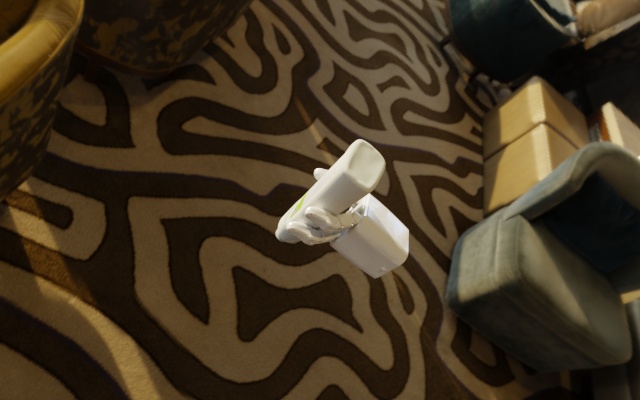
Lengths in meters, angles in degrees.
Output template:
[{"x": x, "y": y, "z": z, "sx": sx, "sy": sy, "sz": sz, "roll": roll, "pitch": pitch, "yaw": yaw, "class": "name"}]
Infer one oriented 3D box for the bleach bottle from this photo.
[{"x": 0.000, "y": 0.003, "z": 0.821, "sx": 0.251, "sy": 0.068, "sz": 0.102, "roll": -40, "pitch": 14, "yaw": 44, "class": "bleach bottle"}]
